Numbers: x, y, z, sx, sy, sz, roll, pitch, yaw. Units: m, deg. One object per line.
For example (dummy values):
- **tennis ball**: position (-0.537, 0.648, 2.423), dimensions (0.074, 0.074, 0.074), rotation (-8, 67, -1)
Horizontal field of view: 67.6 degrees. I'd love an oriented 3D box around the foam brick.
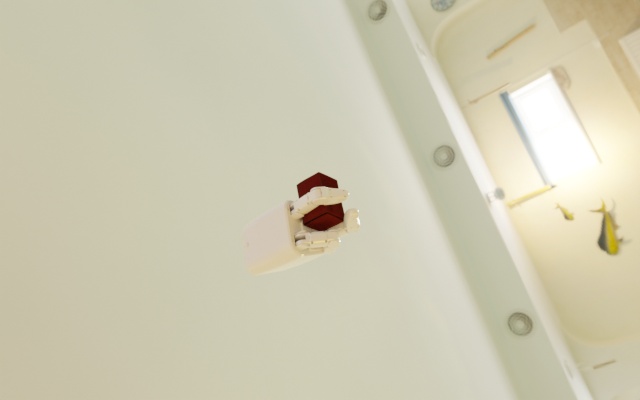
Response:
- **foam brick**: position (0.000, 0.002, 0.784), dimensions (0.051, 0.078, 0.053), rotation (-28, -32, 30)
